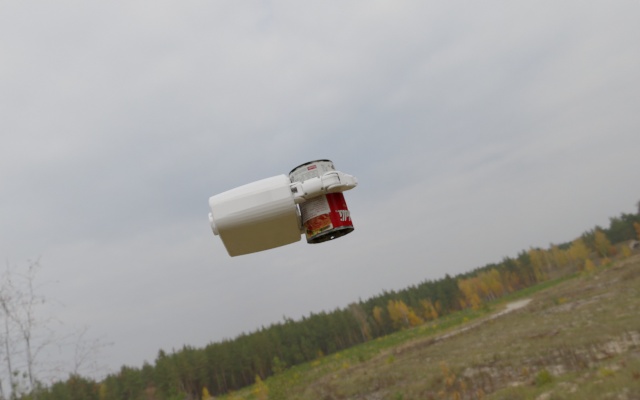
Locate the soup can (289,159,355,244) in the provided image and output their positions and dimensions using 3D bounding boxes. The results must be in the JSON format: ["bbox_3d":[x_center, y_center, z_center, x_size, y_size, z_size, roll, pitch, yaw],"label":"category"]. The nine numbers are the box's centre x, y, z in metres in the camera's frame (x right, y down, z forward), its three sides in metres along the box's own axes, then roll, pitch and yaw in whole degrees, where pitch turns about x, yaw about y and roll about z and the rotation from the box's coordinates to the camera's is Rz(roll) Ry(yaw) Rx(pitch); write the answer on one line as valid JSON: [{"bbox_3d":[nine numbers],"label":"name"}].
[{"bbox_3d":[0.001,0.002,0.665,0.068,0.102,0.068,-16,-14,-4],"label":"soup can"}]
